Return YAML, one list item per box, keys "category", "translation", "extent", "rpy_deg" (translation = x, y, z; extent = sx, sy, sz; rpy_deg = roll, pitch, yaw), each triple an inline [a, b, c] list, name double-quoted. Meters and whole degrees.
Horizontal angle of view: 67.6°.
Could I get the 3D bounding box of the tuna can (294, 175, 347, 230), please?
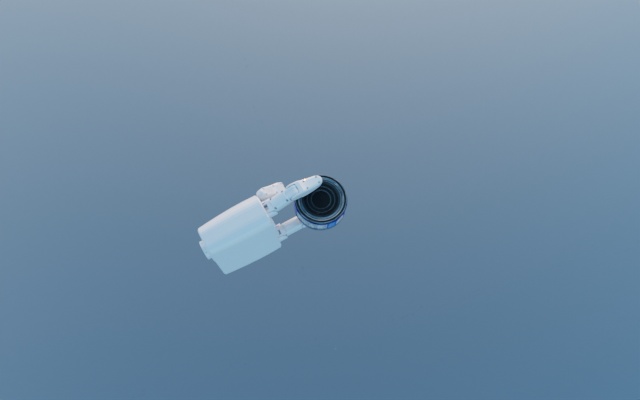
- category: "tuna can"
  translation: [0.000, 0.002, 0.768]
  extent: [0.086, 0.086, 0.034]
  rpy_deg: [0, -20, -3]
